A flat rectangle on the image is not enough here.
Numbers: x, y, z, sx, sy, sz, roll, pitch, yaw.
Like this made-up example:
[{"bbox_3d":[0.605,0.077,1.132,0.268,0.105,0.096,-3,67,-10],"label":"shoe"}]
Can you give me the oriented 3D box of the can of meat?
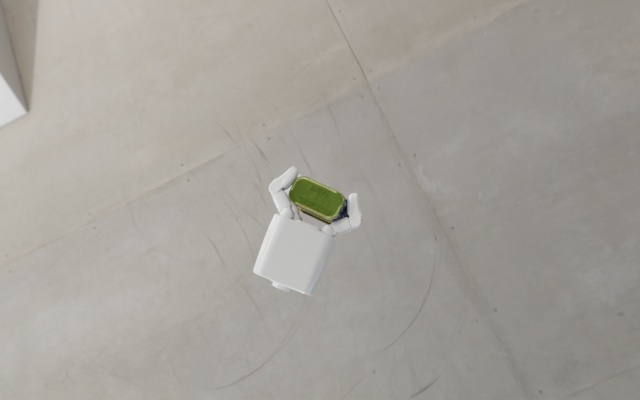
[{"bbox_3d":[0.000,0.003,0.837,0.102,0.057,0.084,24,-5,15],"label":"can of meat"}]
